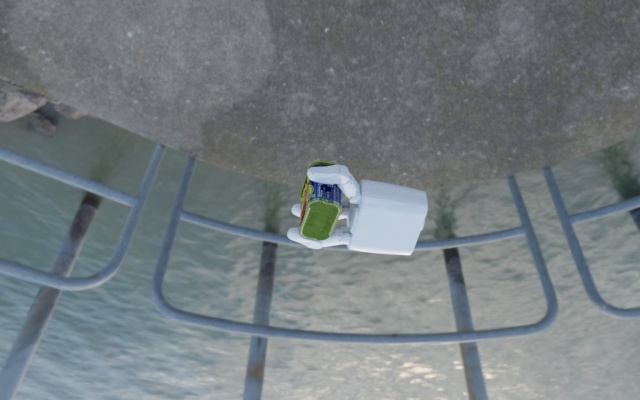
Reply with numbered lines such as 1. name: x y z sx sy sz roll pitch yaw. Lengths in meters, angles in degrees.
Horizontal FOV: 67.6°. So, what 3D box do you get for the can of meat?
1. can of meat: 0.000 0.003 0.751 0.057 0.083 0.102 10 -42 -9
